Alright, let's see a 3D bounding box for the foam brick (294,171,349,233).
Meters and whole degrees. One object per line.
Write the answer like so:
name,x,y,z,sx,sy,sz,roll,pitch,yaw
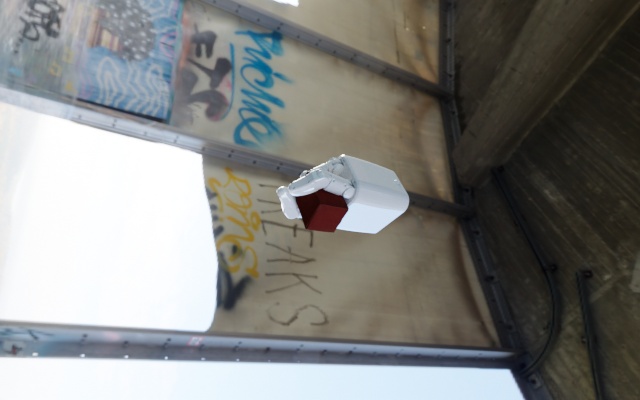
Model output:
foam brick,0.000,0.003,0.722,0.051,0.053,0.078,12,37,-29
